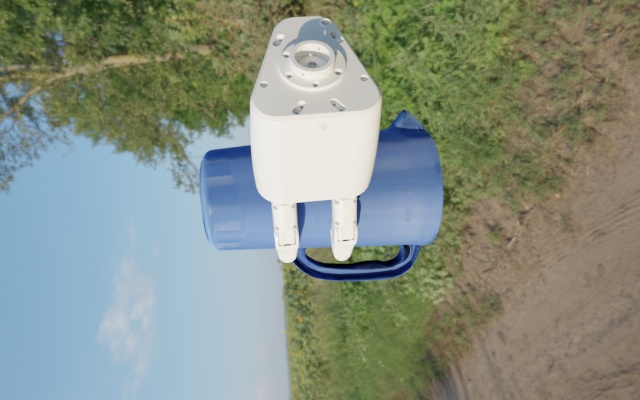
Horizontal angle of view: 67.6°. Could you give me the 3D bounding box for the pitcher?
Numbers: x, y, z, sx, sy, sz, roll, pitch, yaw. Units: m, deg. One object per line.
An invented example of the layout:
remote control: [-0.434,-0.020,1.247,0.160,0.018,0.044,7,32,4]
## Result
pitcher: [0.000,0.002,0.521,0.243,0.149,0.145,-5,-29,-5]
